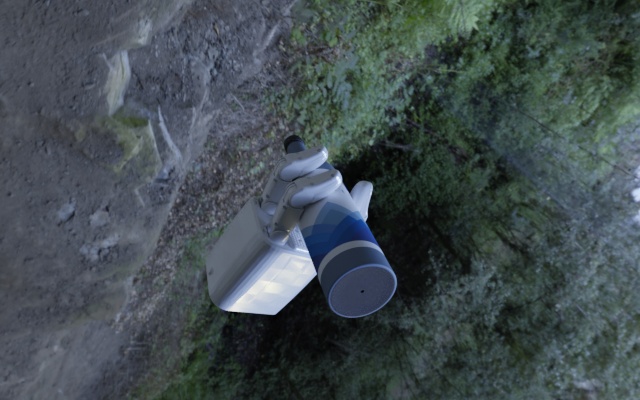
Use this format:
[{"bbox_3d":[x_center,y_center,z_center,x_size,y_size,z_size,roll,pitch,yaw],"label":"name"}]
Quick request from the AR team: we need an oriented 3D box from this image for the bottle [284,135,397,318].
[{"bbox_3d":[0.000,0.002,0.547,0.069,0.069,0.295,0,33,-18],"label":"bottle"}]
